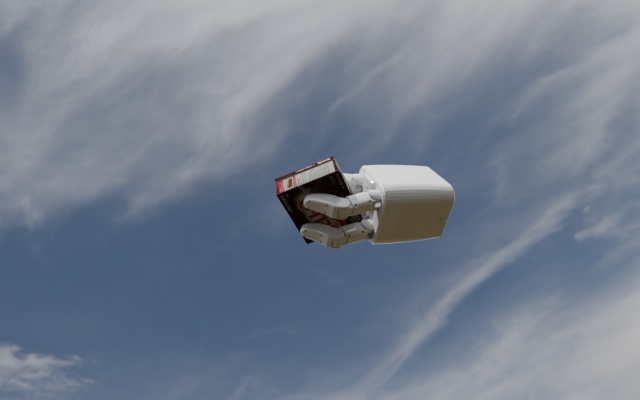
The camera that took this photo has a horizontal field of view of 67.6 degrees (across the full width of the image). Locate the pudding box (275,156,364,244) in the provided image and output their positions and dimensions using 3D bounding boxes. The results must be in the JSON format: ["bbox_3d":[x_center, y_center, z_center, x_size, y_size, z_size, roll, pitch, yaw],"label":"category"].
[{"bbox_3d":[0.000,0.002,0.659,0.090,0.114,0.039,-22,41,8],"label":"pudding box"}]
